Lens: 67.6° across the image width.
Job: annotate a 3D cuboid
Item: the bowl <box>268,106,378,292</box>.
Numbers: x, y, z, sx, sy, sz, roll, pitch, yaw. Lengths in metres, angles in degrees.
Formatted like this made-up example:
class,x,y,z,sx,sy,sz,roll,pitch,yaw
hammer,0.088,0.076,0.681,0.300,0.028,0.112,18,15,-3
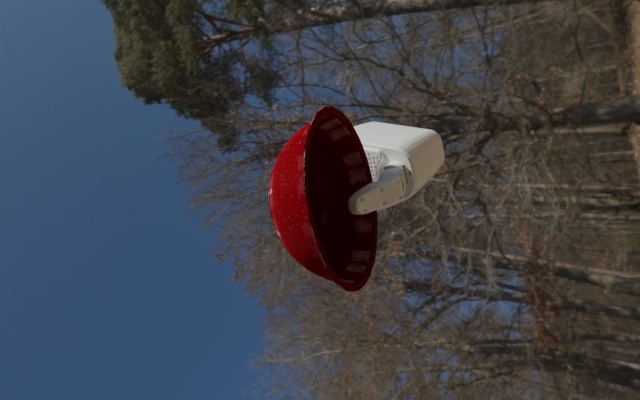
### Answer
class,x,y,z,sx,sy,sz,roll,pitch,yaw
bowl,-0.001,0.002,0.426,0.055,0.162,0.162,-8,-3,24
